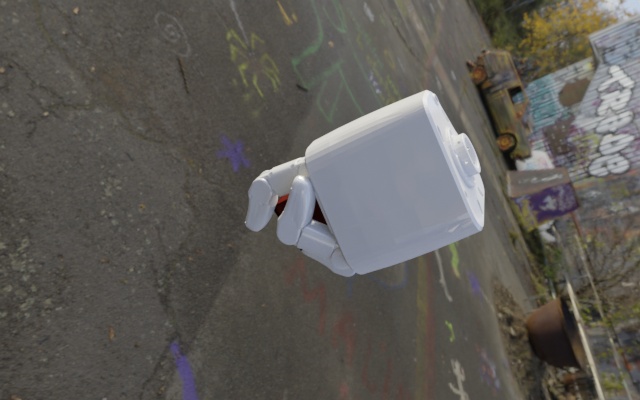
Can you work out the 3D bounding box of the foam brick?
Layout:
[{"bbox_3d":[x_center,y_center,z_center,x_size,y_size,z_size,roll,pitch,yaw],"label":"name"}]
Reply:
[{"bbox_3d":[0.000,0.001,0.458,0.051,0.053,0.078,-24,16,28],"label":"foam brick"}]
